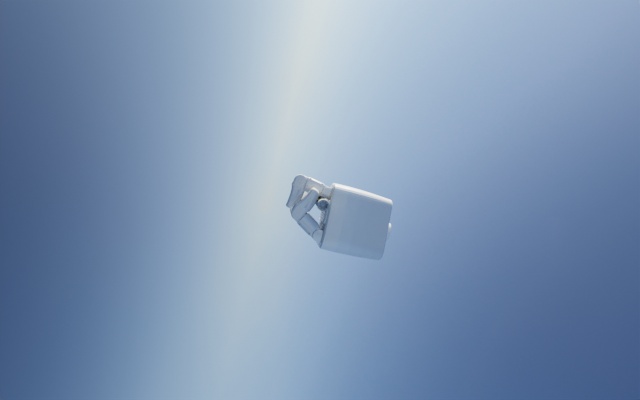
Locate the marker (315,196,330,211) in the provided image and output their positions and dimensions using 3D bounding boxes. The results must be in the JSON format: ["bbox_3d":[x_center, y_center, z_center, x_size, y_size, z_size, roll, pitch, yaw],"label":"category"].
[{"bbox_3d":[0.000,0.003,0.801,0.020,0.020,0.121,0,5,-5],"label":"marker"}]
